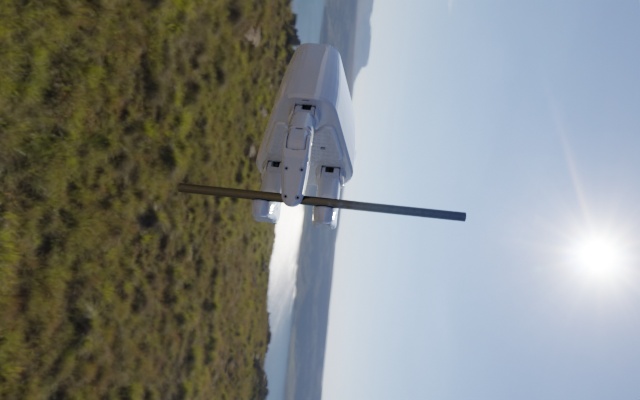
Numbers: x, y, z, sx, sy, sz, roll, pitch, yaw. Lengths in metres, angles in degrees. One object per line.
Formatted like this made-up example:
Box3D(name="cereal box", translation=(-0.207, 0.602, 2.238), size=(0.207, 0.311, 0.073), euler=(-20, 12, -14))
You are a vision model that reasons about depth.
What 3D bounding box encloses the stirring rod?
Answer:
Box3D(name="stirring rod", translation=(0.000, 0.001, 0.400), size=(0.239, 0.011, 0.011), euler=(6, 0, 2))
